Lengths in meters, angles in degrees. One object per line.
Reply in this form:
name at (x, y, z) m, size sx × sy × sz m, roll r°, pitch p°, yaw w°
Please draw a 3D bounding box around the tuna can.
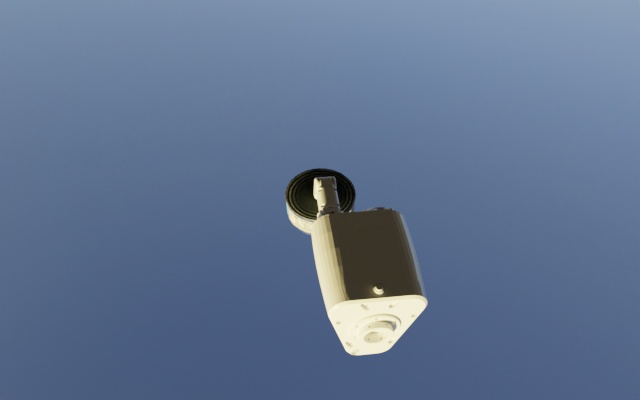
tuna can at (0.000, 0.002, 0.592) m, size 0.086 × 0.086 × 0.034 m, roll 0°, pitch -41°, yaw 1°
